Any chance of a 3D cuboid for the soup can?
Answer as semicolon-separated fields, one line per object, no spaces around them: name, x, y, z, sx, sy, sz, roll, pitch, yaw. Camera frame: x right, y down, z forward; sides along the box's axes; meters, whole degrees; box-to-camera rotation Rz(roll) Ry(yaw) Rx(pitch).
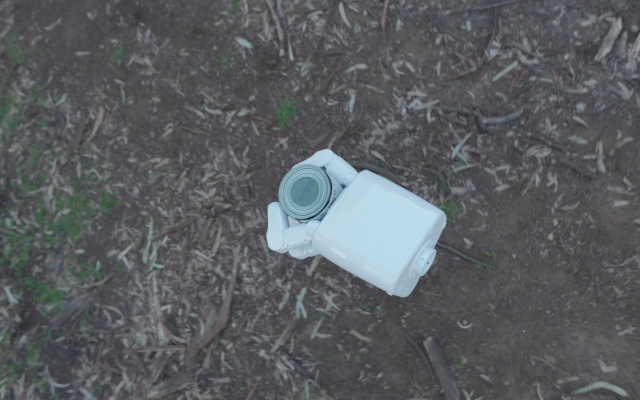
soup can;0.000;0.002;0.584;0.068;0.068;0.102;0;-14;23
